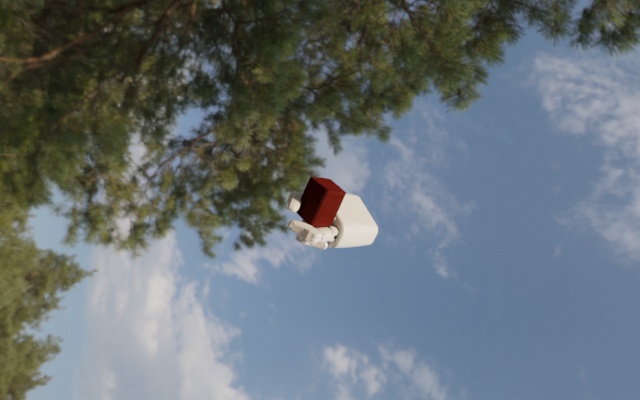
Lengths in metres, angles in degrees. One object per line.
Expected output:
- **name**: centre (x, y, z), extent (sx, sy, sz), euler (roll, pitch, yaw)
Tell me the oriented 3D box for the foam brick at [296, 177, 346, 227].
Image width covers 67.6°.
- **foam brick**: centre (0.000, 0.003, 0.868), extent (0.051, 0.078, 0.053), euler (4, 29, -43)
